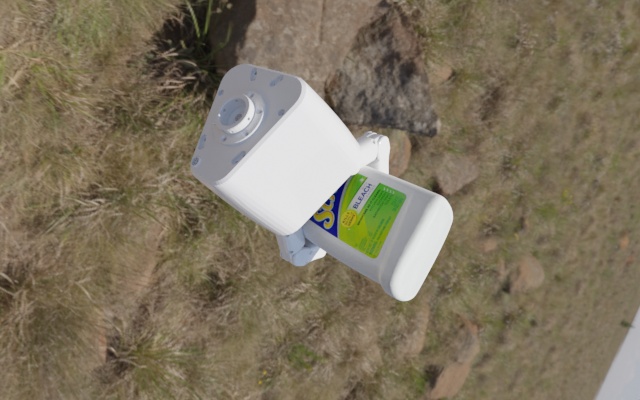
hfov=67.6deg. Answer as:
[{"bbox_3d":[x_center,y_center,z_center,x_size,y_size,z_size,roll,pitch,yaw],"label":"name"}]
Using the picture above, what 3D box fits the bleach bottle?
[{"bbox_3d":[0.000,0.002,0.491,0.250,0.102,0.068,24,-10,35],"label":"bleach bottle"}]
